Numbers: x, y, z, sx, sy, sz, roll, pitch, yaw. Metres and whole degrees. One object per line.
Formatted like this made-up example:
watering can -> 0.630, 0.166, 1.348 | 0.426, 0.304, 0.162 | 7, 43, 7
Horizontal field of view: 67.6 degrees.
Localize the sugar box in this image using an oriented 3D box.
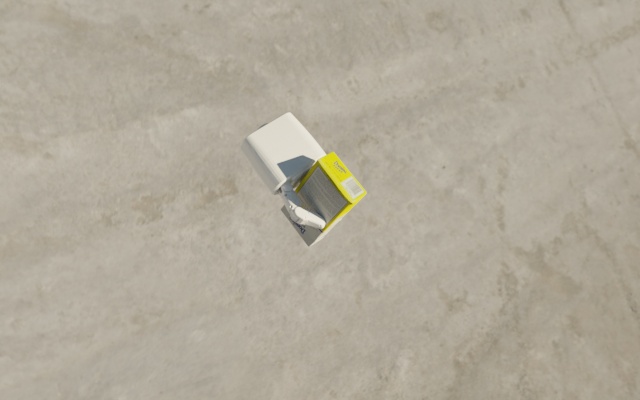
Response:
sugar box -> 0.000, 0.002, 0.838 | 0.048, 0.093, 0.176 | -31, -10, -35
